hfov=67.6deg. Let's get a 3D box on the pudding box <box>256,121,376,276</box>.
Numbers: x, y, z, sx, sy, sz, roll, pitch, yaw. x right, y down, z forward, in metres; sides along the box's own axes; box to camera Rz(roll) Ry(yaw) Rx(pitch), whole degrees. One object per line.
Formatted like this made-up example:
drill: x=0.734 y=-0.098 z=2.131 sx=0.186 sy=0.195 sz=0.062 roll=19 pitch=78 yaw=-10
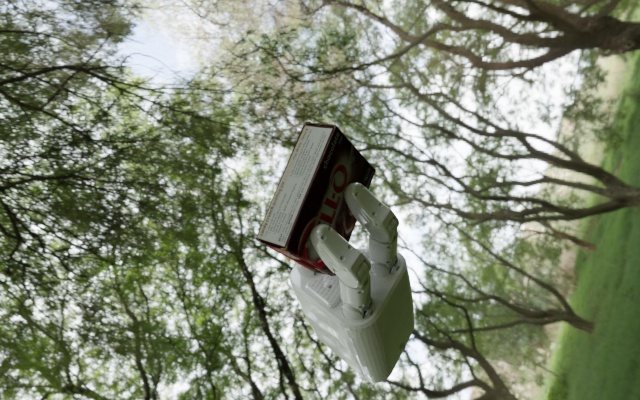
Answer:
pudding box: x=0.000 y=0.001 z=0.421 sx=0.039 sy=0.113 sz=0.090 roll=12 pitch=-15 yaw=32
